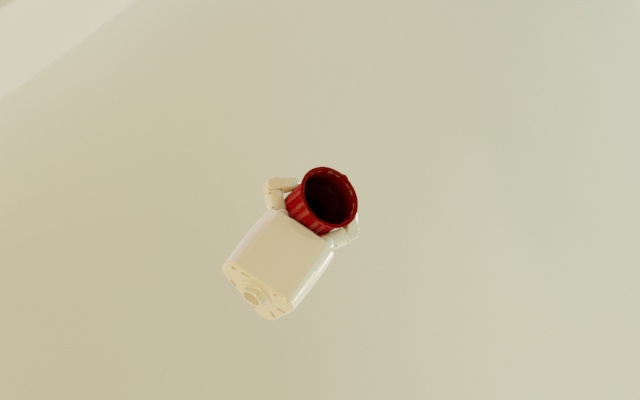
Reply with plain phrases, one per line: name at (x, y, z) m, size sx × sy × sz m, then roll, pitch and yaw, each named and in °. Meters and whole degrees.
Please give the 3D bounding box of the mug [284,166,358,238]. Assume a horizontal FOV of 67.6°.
mug at (0.001, 0.001, 0.702) m, size 0.117 × 0.093 × 0.081 m, roll -51°, pitch 8°, yaw -38°
